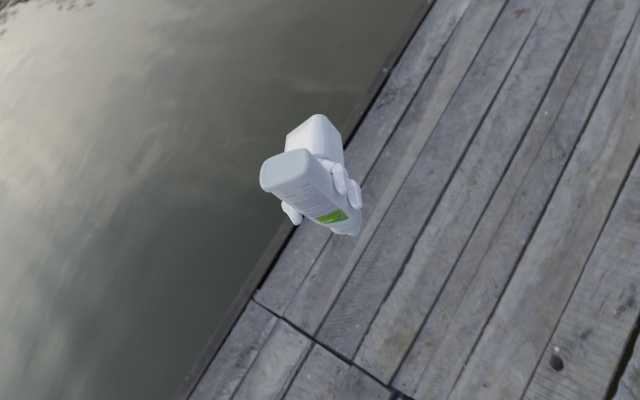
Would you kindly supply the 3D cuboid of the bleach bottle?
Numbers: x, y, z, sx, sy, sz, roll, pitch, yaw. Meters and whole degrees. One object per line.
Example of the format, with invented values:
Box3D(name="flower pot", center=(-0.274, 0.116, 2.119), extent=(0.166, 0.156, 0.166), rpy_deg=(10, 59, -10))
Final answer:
Box3D(name="bleach bottle", center=(0.000, 0.003, 0.887), extent=(0.102, 0.068, 0.251), rpy_deg=(-17, -37, 24))
